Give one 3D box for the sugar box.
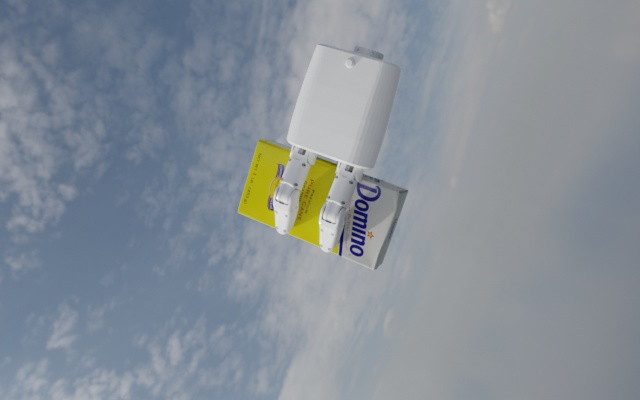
[{"bbox_3d":[0.000,0.002,0.544,0.176,0.093,0.048,21,12,19],"label":"sugar box"}]
